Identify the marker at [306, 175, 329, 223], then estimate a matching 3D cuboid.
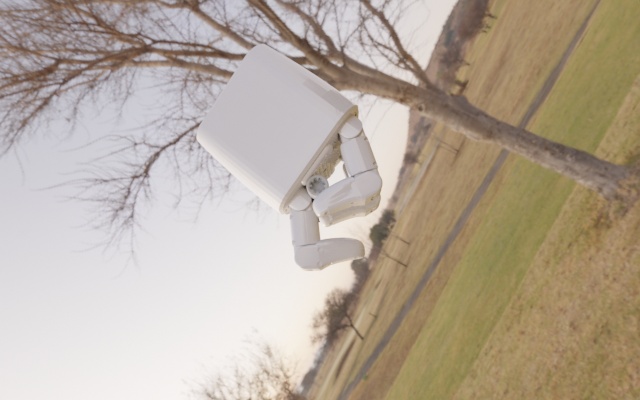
[{"bbox_3d":[0.000,0.002,0.453,0.020,0.020,0.121,0,-14,3],"label":"marker"}]
